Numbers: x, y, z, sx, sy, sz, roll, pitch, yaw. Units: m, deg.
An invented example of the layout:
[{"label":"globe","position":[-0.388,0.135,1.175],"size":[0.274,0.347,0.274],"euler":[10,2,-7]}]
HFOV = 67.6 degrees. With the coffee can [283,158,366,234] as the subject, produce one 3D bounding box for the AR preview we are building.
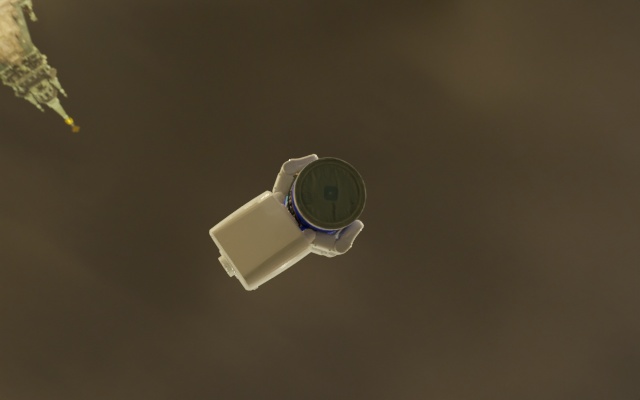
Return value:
[{"label":"coffee can","position":[0.000,0.002,0.728],"size":[0.103,0.102,0.140],"euler":[0,-11,-12]}]
